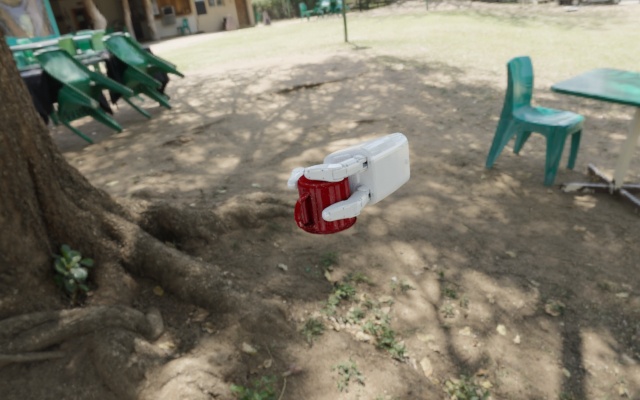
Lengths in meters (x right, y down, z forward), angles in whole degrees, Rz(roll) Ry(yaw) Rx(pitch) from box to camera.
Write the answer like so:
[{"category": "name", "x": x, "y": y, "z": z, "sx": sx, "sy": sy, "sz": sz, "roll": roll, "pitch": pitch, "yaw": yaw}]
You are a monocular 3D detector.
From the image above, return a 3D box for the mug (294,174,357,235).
[{"category": "mug", "x": -0.001, "y": 0.003, "z": 0.757, "sx": 0.093, "sy": 0.081, "sz": 0.117, "roll": 12, "pitch": 29, "yaw": 41}]
